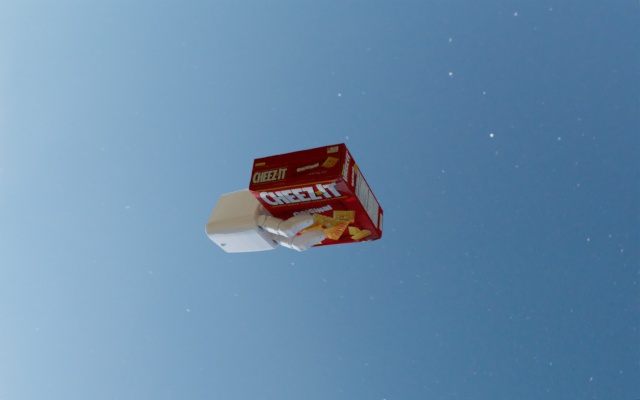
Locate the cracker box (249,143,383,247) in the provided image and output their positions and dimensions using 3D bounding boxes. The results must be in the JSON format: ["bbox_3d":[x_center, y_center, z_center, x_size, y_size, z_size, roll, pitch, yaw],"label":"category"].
[{"bbox_3d":[0.000,0.003,0.826,0.164,0.072,0.214,-8,-34,22],"label":"cracker box"}]
